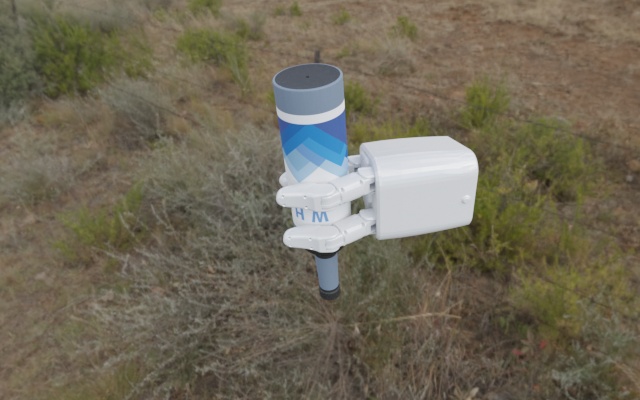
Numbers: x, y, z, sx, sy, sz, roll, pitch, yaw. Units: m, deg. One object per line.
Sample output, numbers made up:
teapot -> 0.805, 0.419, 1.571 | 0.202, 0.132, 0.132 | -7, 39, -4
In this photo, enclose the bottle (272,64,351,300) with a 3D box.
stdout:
bottle -> 0.000, 0.002, 0.534 | 0.069, 0.296, 0.069 | -4, 36, 3
